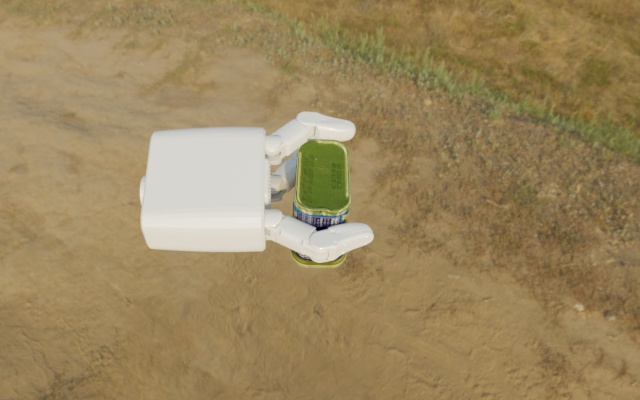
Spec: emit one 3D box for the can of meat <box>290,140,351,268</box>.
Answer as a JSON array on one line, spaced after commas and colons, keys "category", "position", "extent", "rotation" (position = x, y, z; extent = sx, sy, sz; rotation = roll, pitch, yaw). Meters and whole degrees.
[{"category": "can of meat", "position": [0.000, 0.001, 0.476], "extent": [0.057, 0.102, 0.084], "rotation": [2, -42, -2]}]
